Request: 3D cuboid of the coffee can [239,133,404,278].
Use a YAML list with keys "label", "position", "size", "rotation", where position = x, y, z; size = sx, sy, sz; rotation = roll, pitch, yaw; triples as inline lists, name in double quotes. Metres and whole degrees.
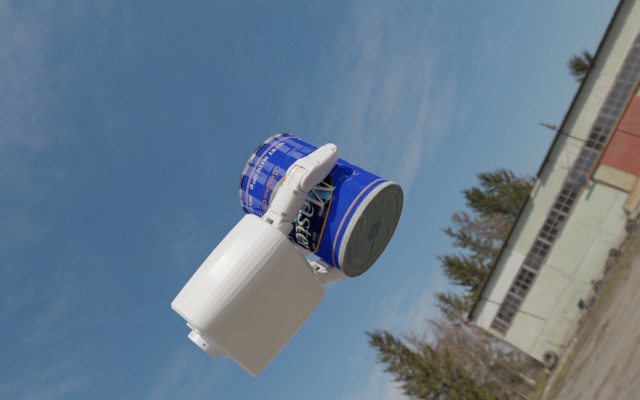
- label: "coffee can"
  position: [0.000, 0.002, 0.500]
  size: [0.140, 0.103, 0.103]
  rotation: [28, 14, 28]
